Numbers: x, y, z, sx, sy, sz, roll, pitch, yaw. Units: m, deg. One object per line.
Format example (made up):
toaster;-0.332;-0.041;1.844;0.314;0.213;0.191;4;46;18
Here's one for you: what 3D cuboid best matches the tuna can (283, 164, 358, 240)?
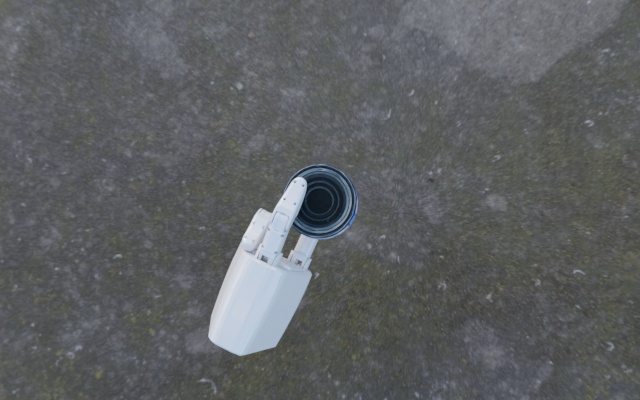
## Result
tuna can;0.000;0.002;0.548;0.086;0.086;0.034;0;-6;7
